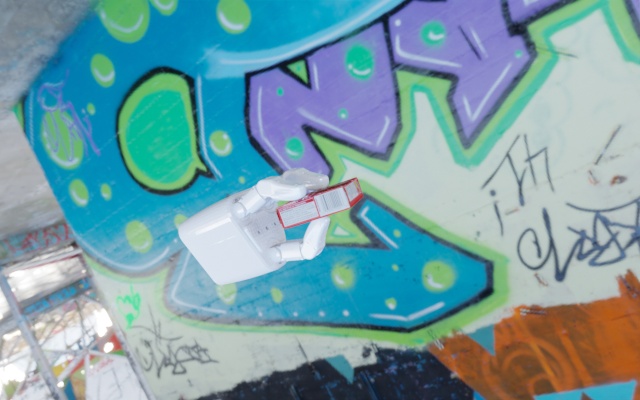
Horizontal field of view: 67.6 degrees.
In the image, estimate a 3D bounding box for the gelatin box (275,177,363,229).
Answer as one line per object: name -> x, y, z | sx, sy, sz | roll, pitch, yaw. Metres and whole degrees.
gelatin box -> 0.001, 0.002, 0.573 | 0.089, 0.030, 0.073 | -18, 5, 19
